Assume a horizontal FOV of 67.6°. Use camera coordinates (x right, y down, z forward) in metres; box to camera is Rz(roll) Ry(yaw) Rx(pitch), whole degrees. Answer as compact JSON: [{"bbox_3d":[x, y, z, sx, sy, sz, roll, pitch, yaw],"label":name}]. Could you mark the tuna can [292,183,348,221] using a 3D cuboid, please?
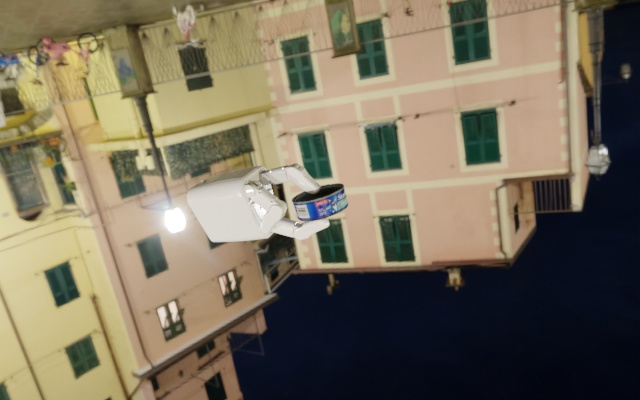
[{"bbox_3d":[0.000,0.003,0.755,0.086,0.034,0.086,-16,13,4],"label":"tuna can"}]
